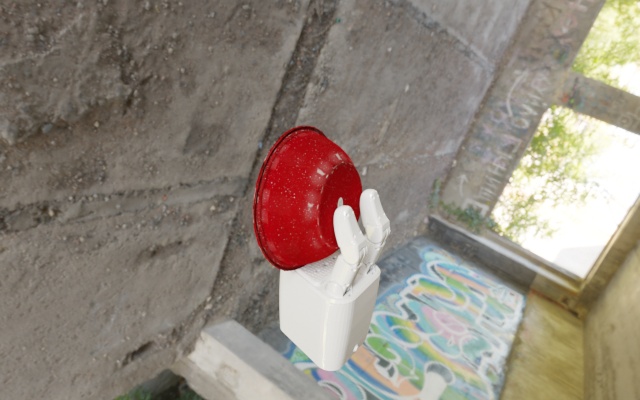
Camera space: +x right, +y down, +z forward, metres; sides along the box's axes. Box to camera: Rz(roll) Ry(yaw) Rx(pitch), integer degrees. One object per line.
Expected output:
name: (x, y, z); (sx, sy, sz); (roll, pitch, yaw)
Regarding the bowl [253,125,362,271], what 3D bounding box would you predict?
bowl: (0.000, 0.001, 0.513); (0.055, 0.162, 0.162); (9, 5, 32)
